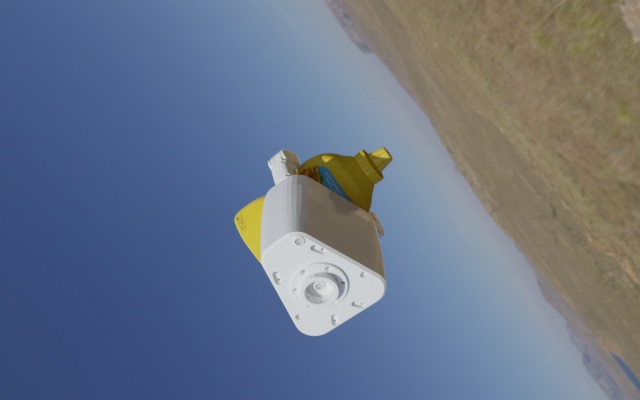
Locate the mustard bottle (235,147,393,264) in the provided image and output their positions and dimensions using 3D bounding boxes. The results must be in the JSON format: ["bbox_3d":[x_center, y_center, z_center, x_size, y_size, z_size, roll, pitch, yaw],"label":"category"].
[{"bbox_3d":[0.000,0.002,0.551,0.191,0.096,0.058,-36,1,15],"label":"mustard bottle"}]
